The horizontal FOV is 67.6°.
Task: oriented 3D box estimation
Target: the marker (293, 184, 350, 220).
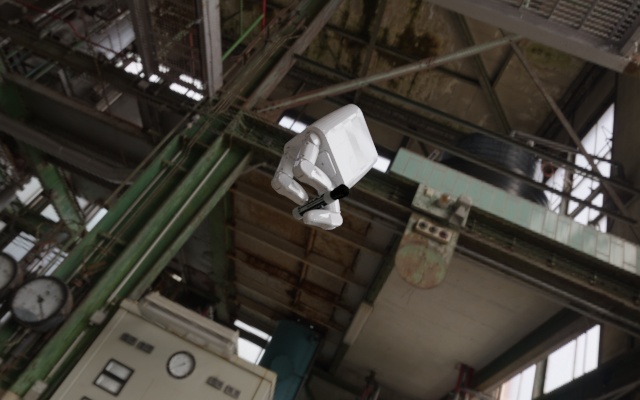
[{"bbox_3d":[0.000,0.002,0.688,0.020,0.020,0.121,0,-18,-38],"label":"marker"}]
